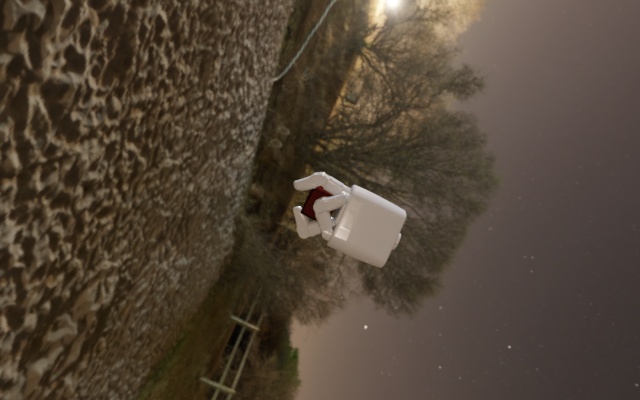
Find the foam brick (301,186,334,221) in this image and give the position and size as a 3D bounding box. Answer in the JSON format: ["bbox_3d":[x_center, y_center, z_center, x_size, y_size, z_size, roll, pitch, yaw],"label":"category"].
[{"bbox_3d":[0.000,0.003,0.868,0.051,0.053,0.078,25,15,-3],"label":"foam brick"}]
